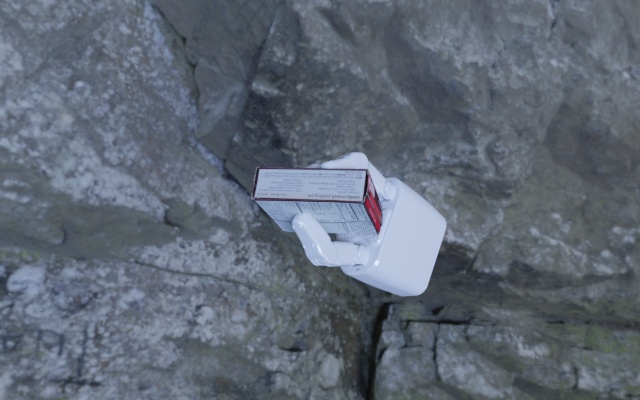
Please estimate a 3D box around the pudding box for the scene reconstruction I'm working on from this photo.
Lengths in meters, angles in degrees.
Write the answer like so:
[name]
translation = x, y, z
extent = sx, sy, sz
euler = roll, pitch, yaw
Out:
[pudding box]
translation = 0.000, 0.002, 0.474
extent = 0.113, 0.039, 0.090
euler = 0, -24, 16
